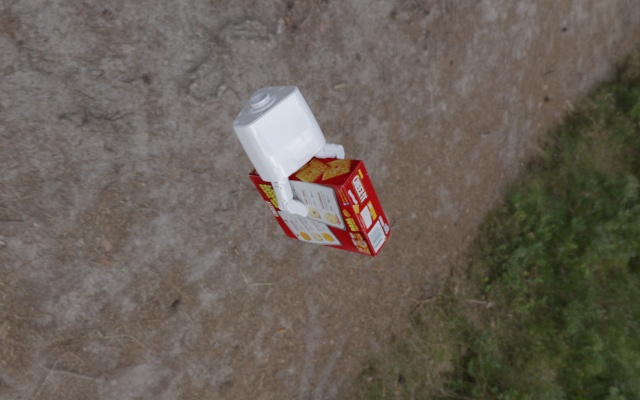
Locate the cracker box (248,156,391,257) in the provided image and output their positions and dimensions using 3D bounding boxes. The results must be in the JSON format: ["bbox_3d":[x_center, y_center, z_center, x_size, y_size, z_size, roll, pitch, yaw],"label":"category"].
[{"bbox_3d":[0.000,0.003,0.832,0.213,0.164,0.072,9,49,40],"label":"cracker box"}]
